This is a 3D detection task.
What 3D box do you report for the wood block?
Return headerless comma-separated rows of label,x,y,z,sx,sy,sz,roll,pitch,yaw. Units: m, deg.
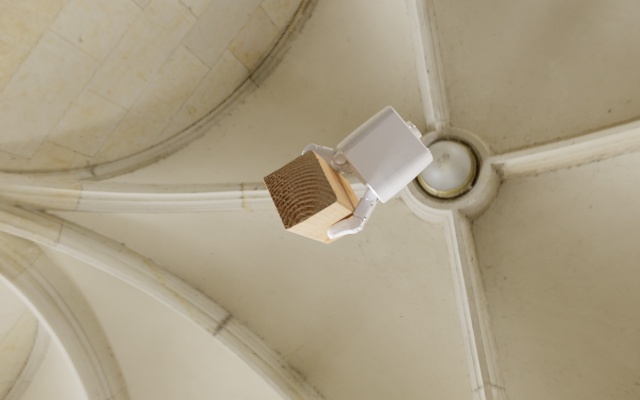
wood block,0.001,0.003,0.780,0.090,0.090,0.206,-30,-18,11
